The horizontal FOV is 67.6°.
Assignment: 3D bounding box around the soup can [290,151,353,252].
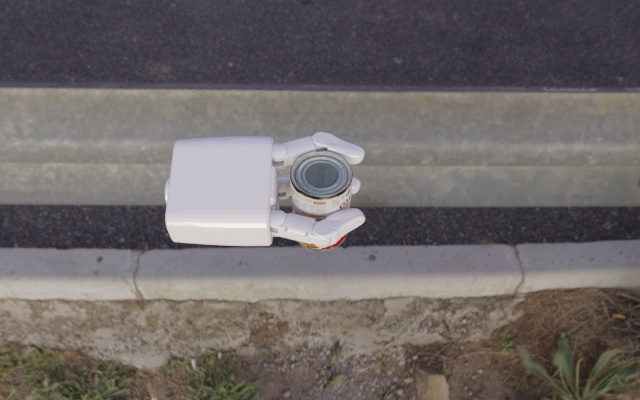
[{"bbox_3d":[0.001,0.002,0.535,0.068,0.068,0.102,0,-38,-1],"label":"soup can"}]
